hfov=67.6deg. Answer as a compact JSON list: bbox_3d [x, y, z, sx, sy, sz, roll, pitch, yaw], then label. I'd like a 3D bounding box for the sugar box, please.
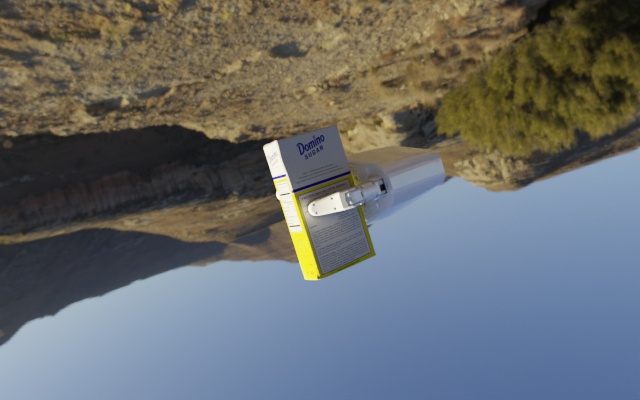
[{"bbox_3d":[0.000,0.002,0.601,0.093,0.176,0.048,-19,3,-31],"label":"sugar box"}]
